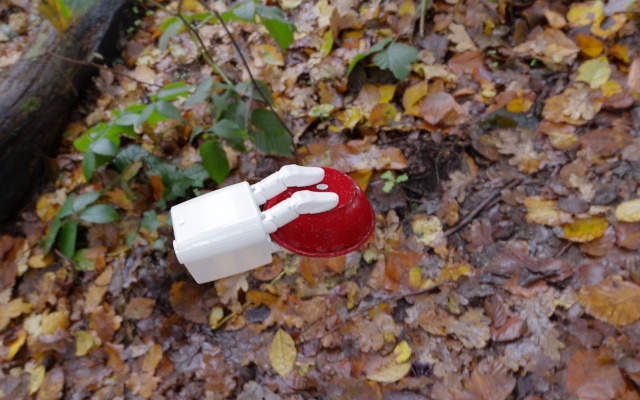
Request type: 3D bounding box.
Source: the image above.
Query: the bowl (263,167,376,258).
[{"bbox_3d":[0.001,0.001,0.664,0.162,0.055,0.162,2,42,-2],"label":"bowl"}]
